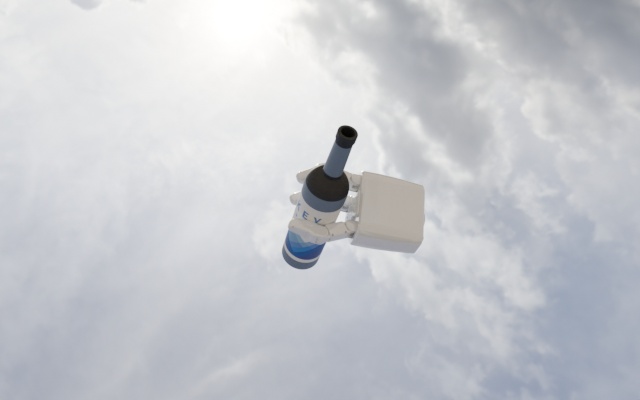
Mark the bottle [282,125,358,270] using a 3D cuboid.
[{"bbox_3d":[0.000,0.003,0.719,0.069,0.069,0.296,0,-37,-17],"label":"bottle"}]
